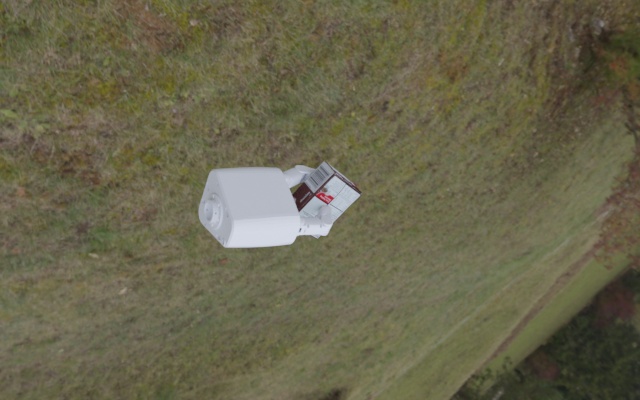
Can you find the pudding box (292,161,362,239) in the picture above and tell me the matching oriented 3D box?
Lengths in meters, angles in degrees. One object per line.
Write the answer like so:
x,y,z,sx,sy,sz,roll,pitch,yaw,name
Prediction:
0.000,0.003,0.774,0.090,0.113,0.039,33,16,-51,pudding box
